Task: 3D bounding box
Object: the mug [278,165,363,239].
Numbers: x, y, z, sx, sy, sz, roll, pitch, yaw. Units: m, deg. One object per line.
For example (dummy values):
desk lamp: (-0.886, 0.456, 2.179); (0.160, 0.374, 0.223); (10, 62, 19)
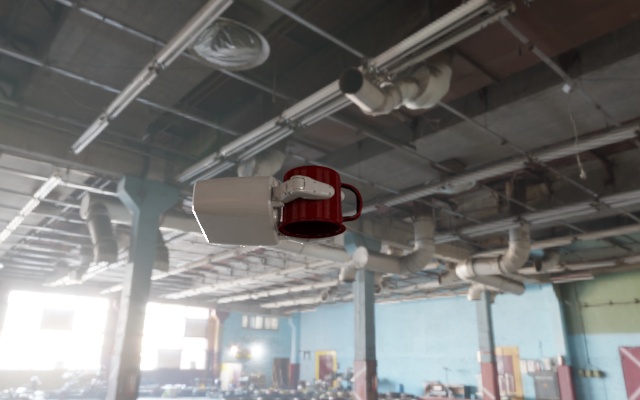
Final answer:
mug: (0.002, 0.002, 0.664); (0.117, 0.081, 0.093); (-1, -19, 2)
